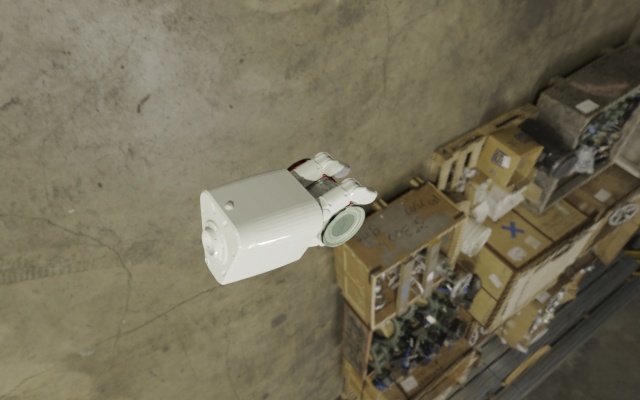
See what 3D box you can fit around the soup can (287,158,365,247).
[{"bbox_3d":[0.001,0.002,0.611,0.068,0.068,0.102,0,37,-47],"label":"soup can"}]
